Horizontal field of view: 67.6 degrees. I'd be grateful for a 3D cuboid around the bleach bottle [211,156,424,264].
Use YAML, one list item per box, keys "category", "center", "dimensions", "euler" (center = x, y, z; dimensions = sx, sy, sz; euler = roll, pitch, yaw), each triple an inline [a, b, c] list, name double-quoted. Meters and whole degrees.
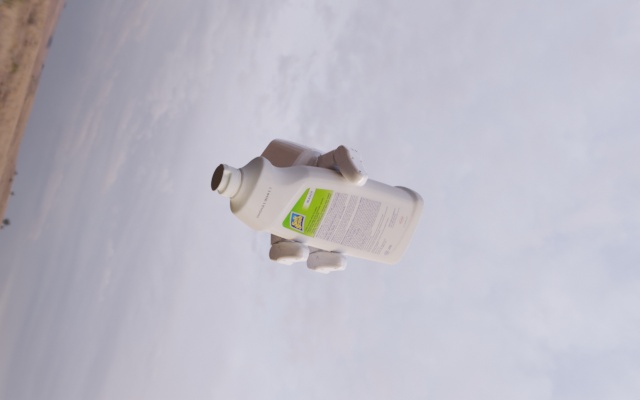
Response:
- category: "bleach bottle"
  center: [0.000, 0.002, 0.542]
  dimensions: [0.251, 0.102, 0.068]
  euler: [18, 6, -33]
